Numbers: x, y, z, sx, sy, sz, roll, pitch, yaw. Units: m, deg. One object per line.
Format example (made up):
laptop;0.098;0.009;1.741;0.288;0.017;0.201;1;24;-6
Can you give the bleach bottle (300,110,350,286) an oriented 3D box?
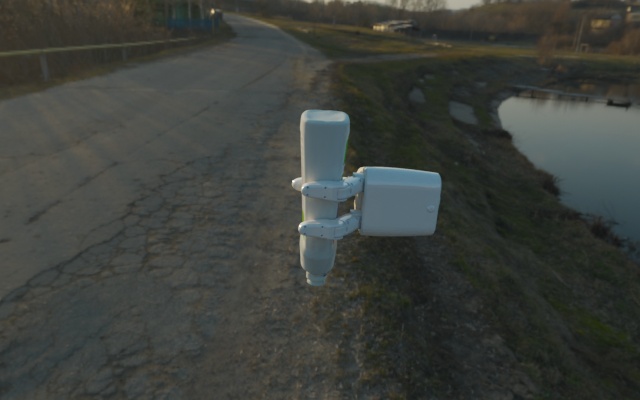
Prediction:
bleach bottle;0.000;0.002;0.691;0.068;0.251;0.102;3;20;0
